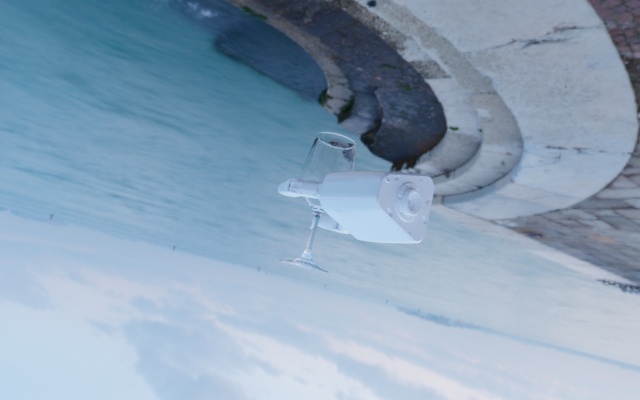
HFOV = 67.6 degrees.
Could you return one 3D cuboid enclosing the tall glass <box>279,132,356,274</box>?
[{"bbox_3d":[0.000,0.003,0.712,0.079,0.201,0.079,14,-10,2],"label":"tall glass"}]
